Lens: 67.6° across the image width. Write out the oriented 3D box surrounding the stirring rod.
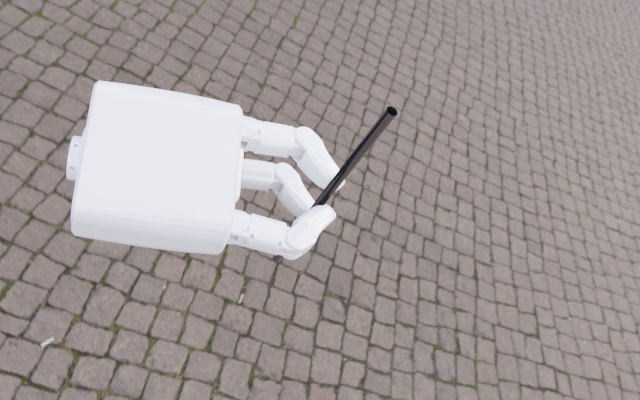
[{"bbox_3d":[0.000,0.001,0.403,0.011,0.011,0.240,0,-30,-26],"label":"stirring rod"}]
